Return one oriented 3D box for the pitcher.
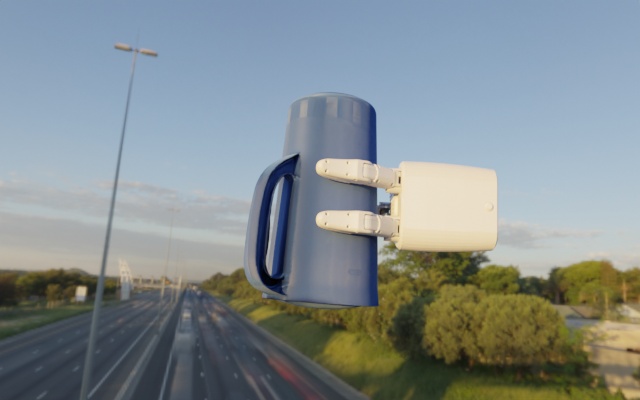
[{"bbox_3d":[0.000,0.002,0.556,0.145,0.242,0.149,3,-10,2],"label":"pitcher"}]
